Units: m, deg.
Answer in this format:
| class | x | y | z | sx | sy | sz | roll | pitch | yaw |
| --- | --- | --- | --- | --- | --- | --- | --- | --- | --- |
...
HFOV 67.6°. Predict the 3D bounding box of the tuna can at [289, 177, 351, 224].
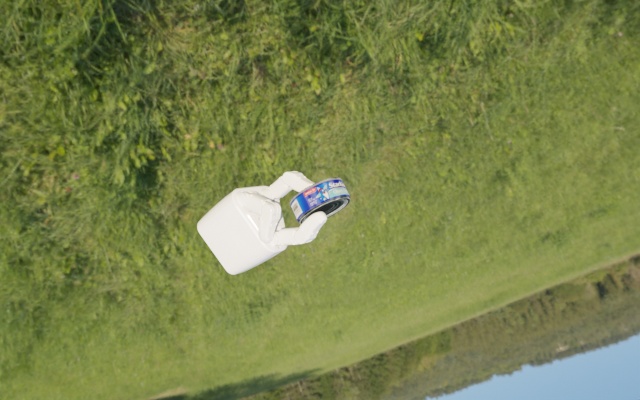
| class | x | y | z | sx | sy | sz | roll | pitch | yaw |
| --- | --- | --- | --- | --- | --- | --- | --- | --- | --- |
| tuna can | 0.000 | 0.003 | 0.697 | 0.086 | 0.033 | 0.086 | -24 | -16 | -7 |
